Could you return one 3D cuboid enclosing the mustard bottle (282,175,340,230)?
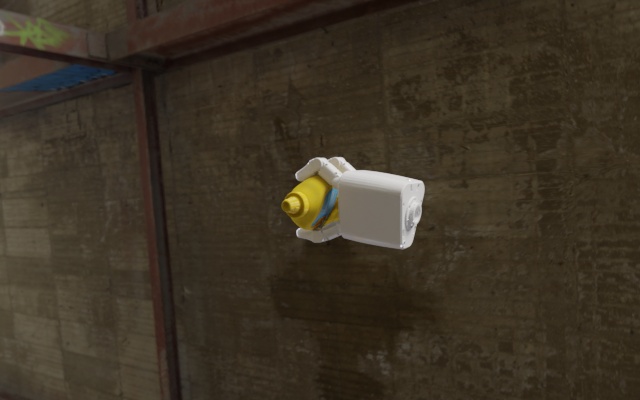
[{"bbox_3d":[0.000,0.002,0.799,0.058,0.096,0.191,38,23,24],"label":"mustard bottle"}]
